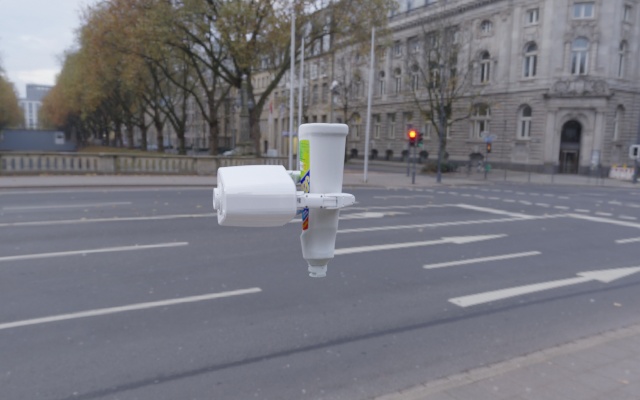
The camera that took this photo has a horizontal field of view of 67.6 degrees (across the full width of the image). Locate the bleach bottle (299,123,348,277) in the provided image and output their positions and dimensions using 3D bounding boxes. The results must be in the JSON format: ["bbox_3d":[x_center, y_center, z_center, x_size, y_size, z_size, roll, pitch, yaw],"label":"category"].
[{"bbox_3d":[0.000,0.003,0.781,0.068,0.251,0.102,-1,7,-17],"label":"bleach bottle"}]
